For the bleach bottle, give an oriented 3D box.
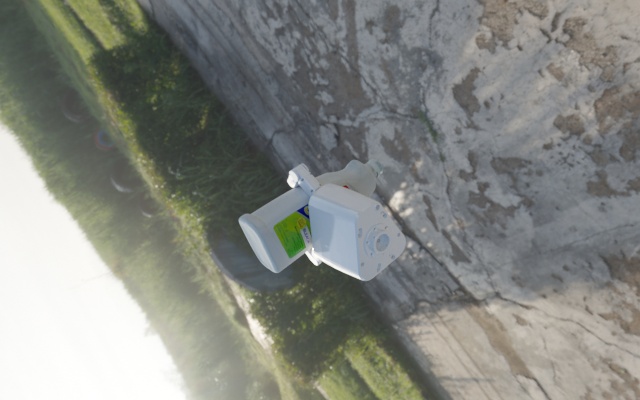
[{"bbox_3d":[0.000,0.003,0.757,0.250,0.103,0.068,-36,32,-23],"label":"bleach bottle"}]
